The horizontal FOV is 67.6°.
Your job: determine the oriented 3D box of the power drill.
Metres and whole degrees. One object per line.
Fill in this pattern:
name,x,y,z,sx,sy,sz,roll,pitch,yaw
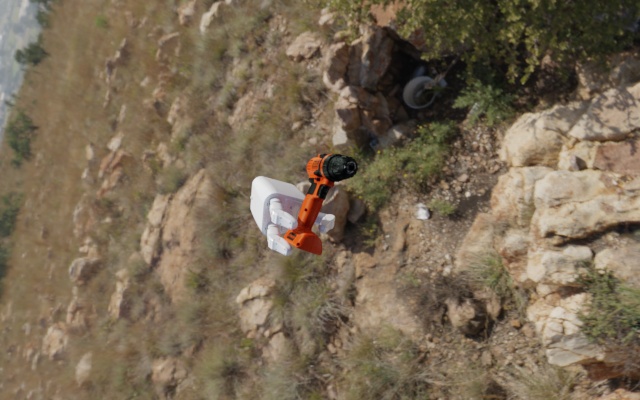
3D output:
power drill,0.000,0.003,0.889,0.057,0.187,0.184,21,-4,-18
